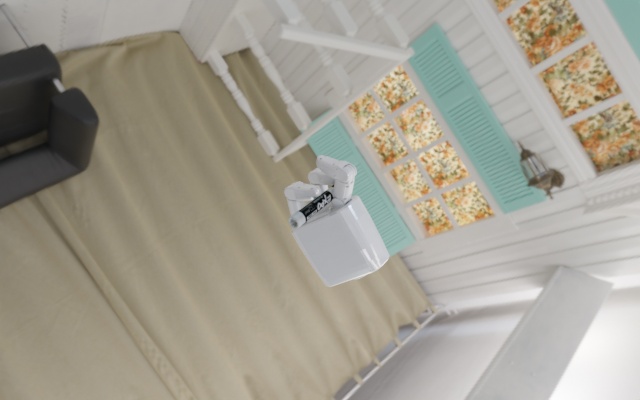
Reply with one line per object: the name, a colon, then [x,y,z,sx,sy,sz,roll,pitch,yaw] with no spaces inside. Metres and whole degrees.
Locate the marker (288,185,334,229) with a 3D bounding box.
marker: [0.000,0.002,0.670,0.020,0.020,0.121,0,27,42]
